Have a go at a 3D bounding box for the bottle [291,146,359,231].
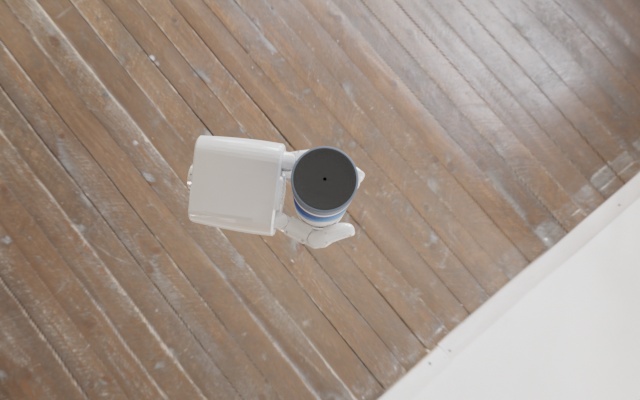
[{"bbox_3d":[0.000,0.002,0.609,0.069,0.069,0.296,0,-9,-2],"label":"bottle"}]
